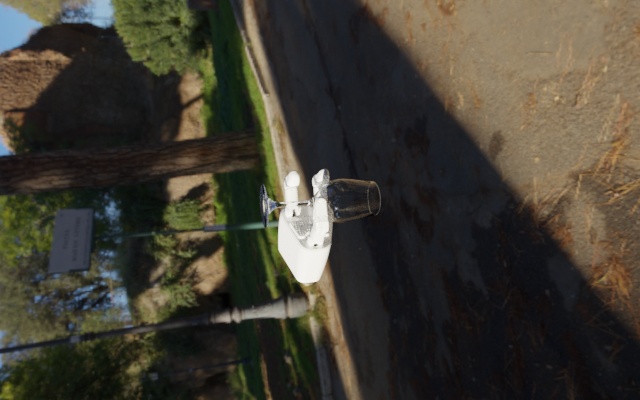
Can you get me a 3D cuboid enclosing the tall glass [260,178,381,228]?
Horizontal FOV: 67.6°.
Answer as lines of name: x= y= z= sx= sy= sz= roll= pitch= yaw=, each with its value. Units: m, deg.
tall glass: x=-0.001 y=0.003 z=0.828 sx=0.201 sy=0.079 sz=0.079 roll=-4 pitch=1 yaw=-15
